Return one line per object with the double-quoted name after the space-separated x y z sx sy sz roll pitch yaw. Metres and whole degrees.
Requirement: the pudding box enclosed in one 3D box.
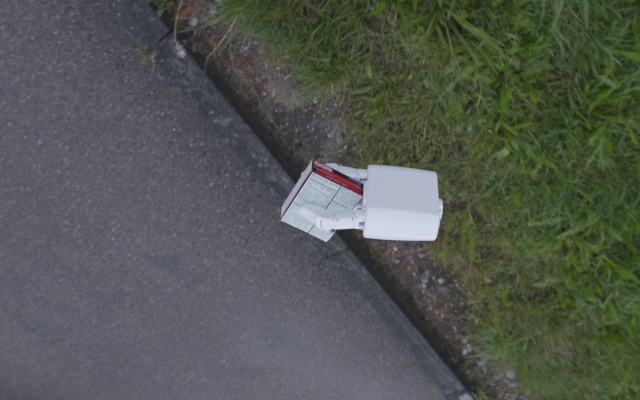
0.000 0.003 0.732 0.090 0.113 0.039 26 32 -14 "pudding box"
